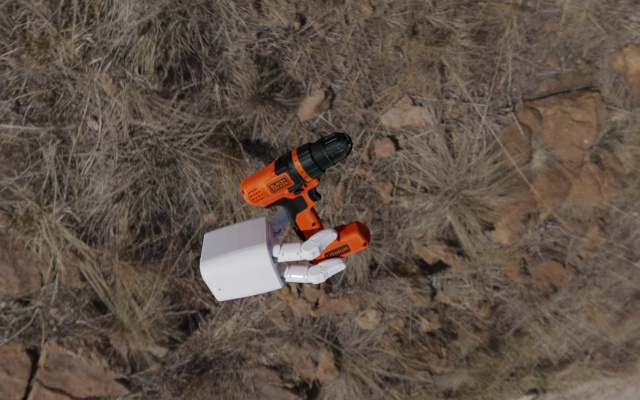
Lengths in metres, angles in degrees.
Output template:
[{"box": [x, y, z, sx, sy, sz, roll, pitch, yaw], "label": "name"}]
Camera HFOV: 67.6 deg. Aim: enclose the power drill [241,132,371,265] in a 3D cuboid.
[{"box": [0.000, 0.003, 0.724, 0.184, 0.188, 0.057, -25, 26, 21], "label": "power drill"}]
